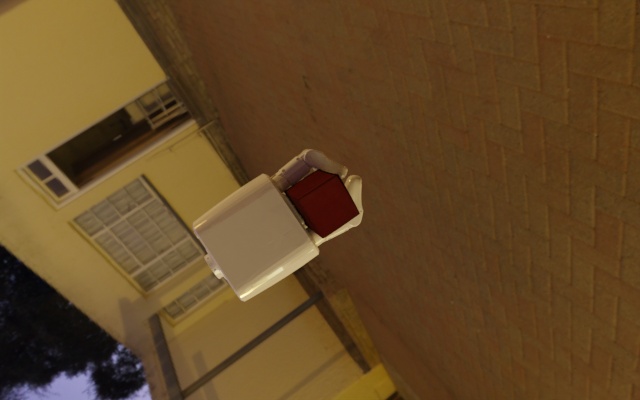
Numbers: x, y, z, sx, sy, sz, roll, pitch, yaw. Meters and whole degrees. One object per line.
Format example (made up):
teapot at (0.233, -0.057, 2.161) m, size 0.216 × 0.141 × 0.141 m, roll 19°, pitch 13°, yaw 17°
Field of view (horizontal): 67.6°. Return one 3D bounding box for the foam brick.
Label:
foam brick at (0.000, 0.002, 0.538) m, size 0.051 × 0.053 × 0.078 m, roll -33°, pitch 15°, yaw -9°
